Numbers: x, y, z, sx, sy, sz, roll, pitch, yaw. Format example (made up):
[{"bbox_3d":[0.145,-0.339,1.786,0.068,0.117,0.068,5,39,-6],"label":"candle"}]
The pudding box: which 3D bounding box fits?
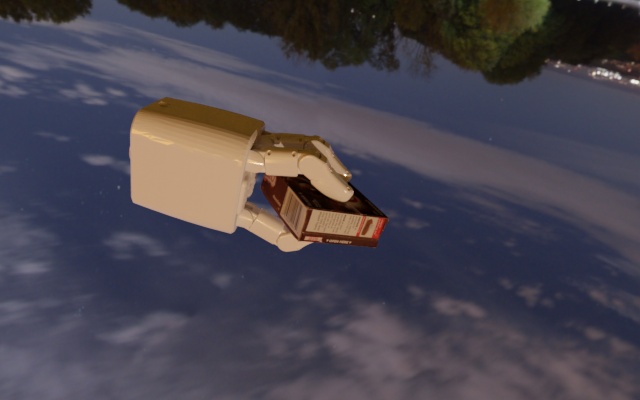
[{"bbox_3d":[0.000,0.002,0.477,0.090,0.039,0.113,7,25,-29],"label":"pudding box"}]
